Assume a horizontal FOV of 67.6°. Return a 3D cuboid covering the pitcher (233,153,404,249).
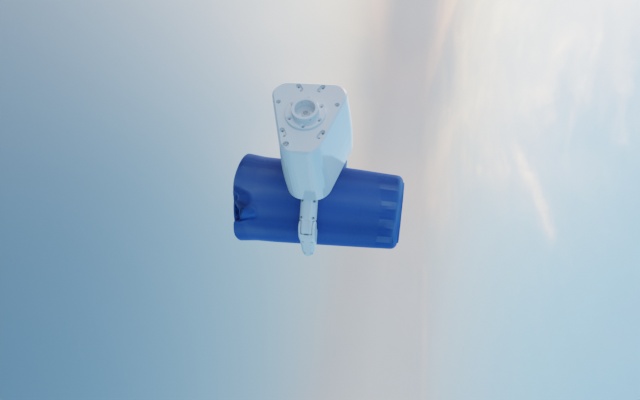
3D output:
[{"bbox_3d":[0.000,0.002,0.721,0.243,0.149,0.145,6,-29,9],"label":"pitcher"}]
